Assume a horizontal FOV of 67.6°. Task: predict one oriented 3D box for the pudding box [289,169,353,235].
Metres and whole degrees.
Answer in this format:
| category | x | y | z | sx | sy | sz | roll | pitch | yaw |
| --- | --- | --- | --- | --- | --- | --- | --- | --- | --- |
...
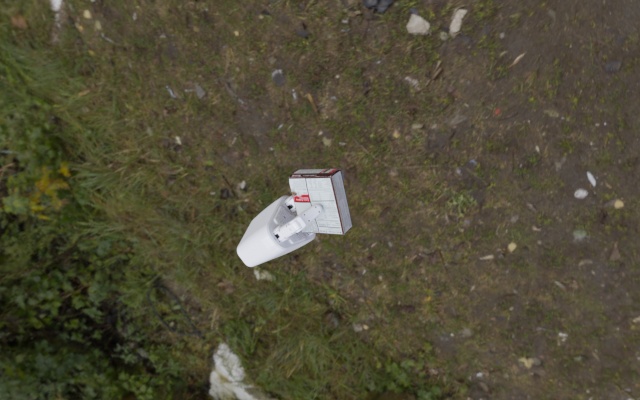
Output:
| category | x | y | z | sx | sy | sz | roll | pitch | yaw |
| --- | --- | --- | --- | --- | --- | --- | --- | --- | --- |
| pudding box | 0.000 | 0.003 | 0.827 | 0.090 | 0.113 | 0.039 | 0 | 26 | 31 |
